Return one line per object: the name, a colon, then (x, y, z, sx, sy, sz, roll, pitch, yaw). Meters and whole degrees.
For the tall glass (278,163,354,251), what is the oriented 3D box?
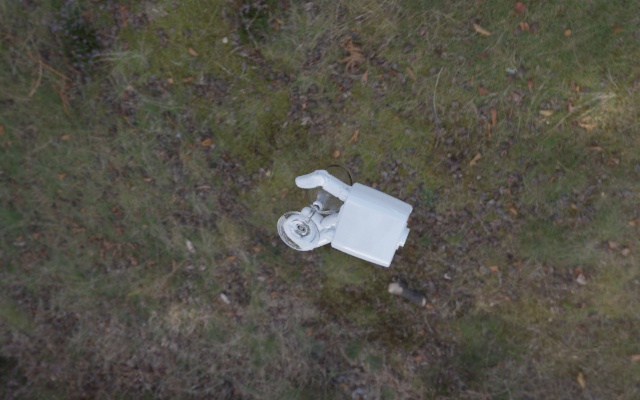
tall glass: (0.000, 0.003, 0.851, 0.079, 0.079, 0.201, 0, 29, 24)
